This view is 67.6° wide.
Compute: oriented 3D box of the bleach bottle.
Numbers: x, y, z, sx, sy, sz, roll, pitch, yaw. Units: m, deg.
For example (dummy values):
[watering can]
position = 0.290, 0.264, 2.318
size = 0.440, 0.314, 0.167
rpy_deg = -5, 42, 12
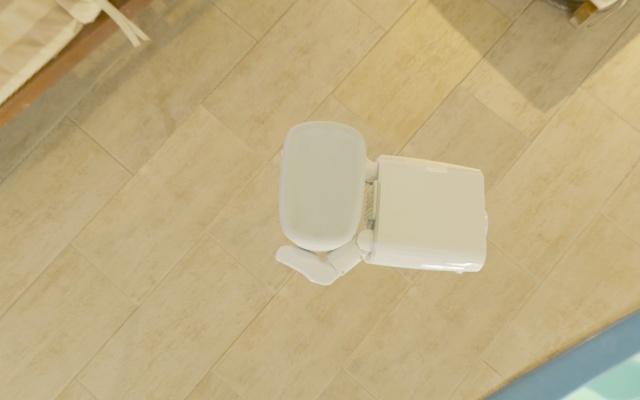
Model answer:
[bleach bottle]
position = 0.000, 0.002, 0.492
size = 0.068, 0.102, 0.251
rpy_deg = 5, -7, 0
